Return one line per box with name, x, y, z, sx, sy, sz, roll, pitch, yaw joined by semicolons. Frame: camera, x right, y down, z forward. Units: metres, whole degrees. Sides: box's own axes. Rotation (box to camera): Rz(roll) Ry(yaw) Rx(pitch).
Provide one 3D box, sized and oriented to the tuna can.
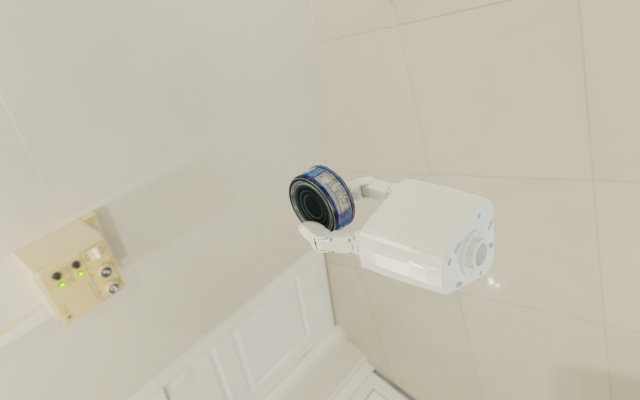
tuna can;0.000;0.002;0.588;0.033;0.086;0.086;-33;19;-32
